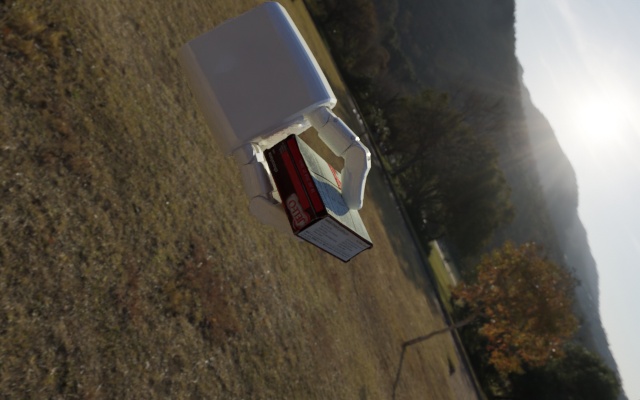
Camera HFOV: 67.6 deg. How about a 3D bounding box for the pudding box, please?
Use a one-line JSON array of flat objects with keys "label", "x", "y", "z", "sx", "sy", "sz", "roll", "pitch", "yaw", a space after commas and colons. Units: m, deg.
[{"label": "pudding box", "x": 0.000, "y": 0.001, "z": 0.444, "sx": 0.039, "sy": 0.090, "sz": 0.113, "roll": -31, "pitch": -30, "yaw": 16}]
